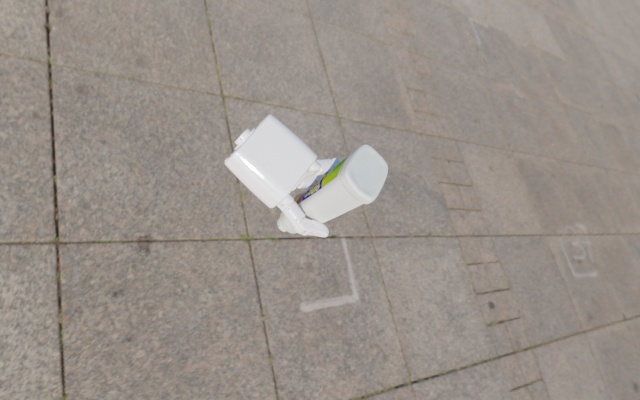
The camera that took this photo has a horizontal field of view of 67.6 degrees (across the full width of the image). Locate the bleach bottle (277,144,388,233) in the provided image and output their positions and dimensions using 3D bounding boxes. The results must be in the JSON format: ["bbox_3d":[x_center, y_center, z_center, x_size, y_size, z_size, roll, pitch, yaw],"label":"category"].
[{"bbox_3d":[0.000,0.003,0.804,0.251,0.068,0.102,-33,17,45],"label":"bleach bottle"}]
